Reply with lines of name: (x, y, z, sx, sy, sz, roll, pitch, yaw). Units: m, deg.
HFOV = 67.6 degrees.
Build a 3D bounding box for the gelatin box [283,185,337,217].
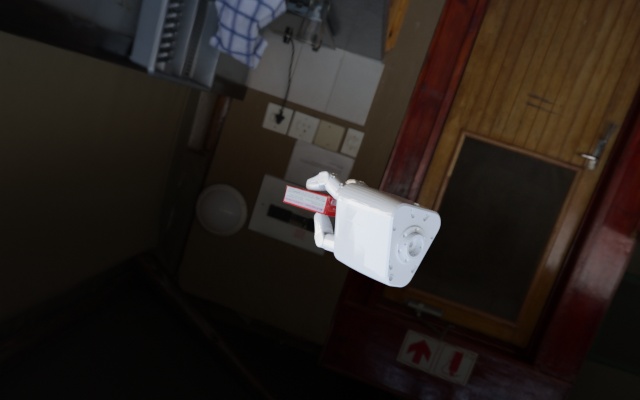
gelatin box: (0.000, 0.003, 0.730, 0.089, 0.030, 0.073, 15, 2, 39)
